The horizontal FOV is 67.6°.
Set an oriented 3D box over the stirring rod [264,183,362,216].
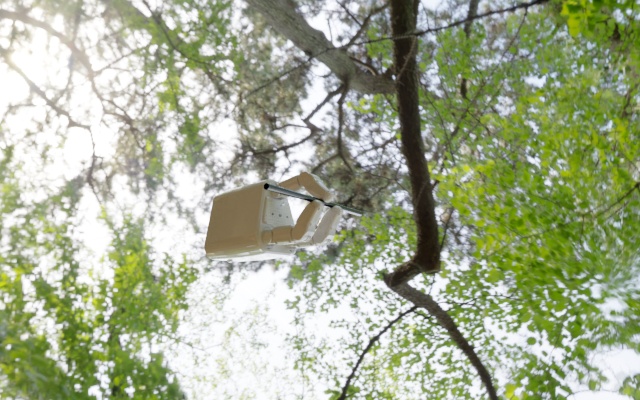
[{"bbox_3d":[0.000,0.002,0.646,0.011,0.011,0.239,0,-9,31],"label":"stirring rod"}]
